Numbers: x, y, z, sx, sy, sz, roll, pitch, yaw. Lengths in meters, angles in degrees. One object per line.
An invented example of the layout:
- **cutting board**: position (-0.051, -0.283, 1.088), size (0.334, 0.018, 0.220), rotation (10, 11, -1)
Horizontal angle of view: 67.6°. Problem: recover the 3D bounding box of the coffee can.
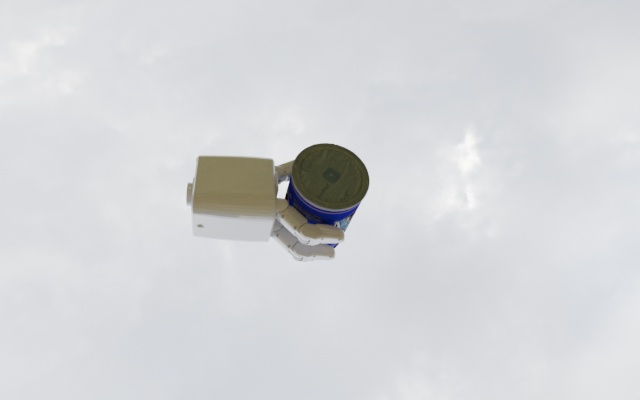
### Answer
- **coffee can**: position (0.000, 0.002, 0.669), size (0.103, 0.102, 0.140), rotation (0, -31, -14)
